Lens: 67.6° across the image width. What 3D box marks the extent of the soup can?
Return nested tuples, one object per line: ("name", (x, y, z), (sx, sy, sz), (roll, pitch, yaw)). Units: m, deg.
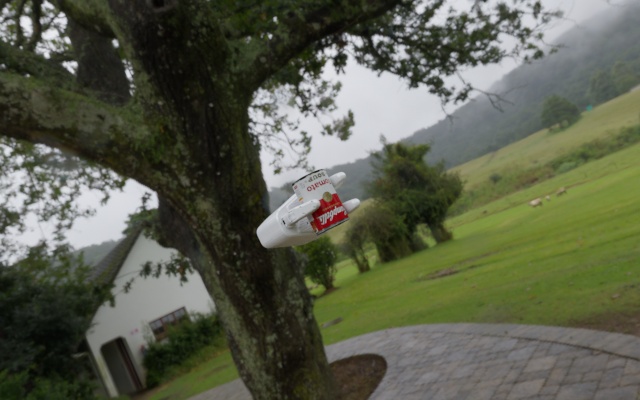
("soup can", (0.000, 0.002, 0.856), (0.068, 0.102, 0.068), (-26, -6, -3))
